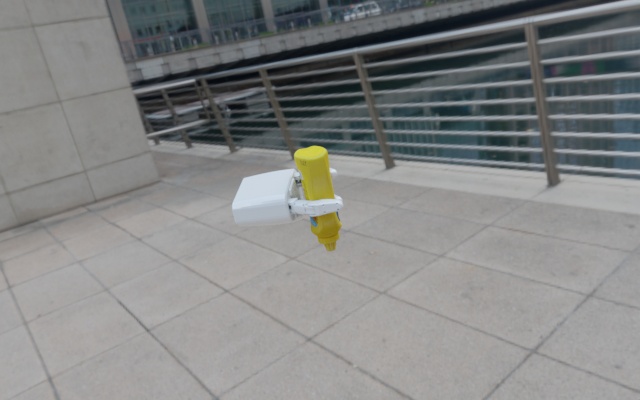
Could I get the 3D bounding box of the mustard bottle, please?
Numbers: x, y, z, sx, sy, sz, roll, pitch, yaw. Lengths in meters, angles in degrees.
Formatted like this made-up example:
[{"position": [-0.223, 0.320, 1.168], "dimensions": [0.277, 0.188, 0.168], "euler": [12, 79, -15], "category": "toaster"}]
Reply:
[{"position": [0.000, 0.003, 0.862], "dimensions": [0.058, 0.192, 0.096], "euler": [-15, 18, -10], "category": "mustard bottle"}]
